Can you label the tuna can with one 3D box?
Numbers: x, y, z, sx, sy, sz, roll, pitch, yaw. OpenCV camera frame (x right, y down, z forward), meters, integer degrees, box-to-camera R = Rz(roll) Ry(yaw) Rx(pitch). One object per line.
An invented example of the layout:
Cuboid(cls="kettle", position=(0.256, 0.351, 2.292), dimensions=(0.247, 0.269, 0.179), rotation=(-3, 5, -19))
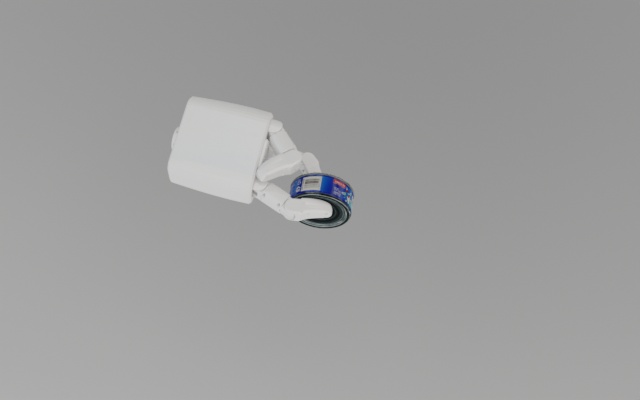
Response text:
Cuboid(cls="tuna can", position=(0.000, 0.003, 0.627), dimensions=(0.086, 0.033, 0.086), rotation=(7, -33, 4))
